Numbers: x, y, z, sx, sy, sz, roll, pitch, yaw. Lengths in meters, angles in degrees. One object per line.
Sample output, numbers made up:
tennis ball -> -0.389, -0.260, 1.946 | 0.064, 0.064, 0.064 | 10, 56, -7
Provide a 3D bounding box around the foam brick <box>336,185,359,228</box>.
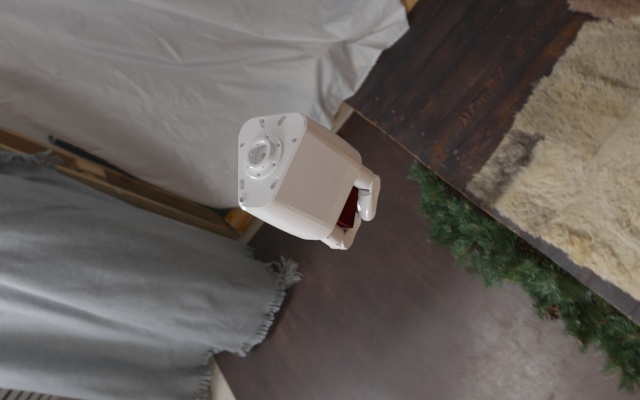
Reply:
foam brick -> 0.000, 0.002, 0.589 | 0.078, 0.053, 0.051 | 0, -18, 36
